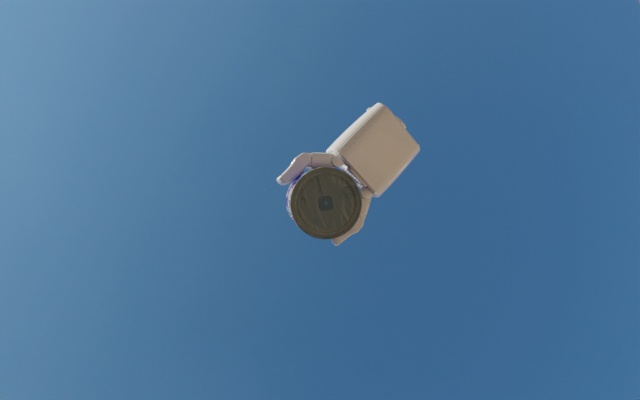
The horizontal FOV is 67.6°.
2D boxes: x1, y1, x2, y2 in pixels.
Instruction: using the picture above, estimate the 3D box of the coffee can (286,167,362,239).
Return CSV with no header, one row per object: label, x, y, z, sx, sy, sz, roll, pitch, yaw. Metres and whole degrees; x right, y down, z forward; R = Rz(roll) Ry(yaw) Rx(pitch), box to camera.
coffee can,0.000,0.003,0.741,0.103,0.103,0.140,0,1,-7
